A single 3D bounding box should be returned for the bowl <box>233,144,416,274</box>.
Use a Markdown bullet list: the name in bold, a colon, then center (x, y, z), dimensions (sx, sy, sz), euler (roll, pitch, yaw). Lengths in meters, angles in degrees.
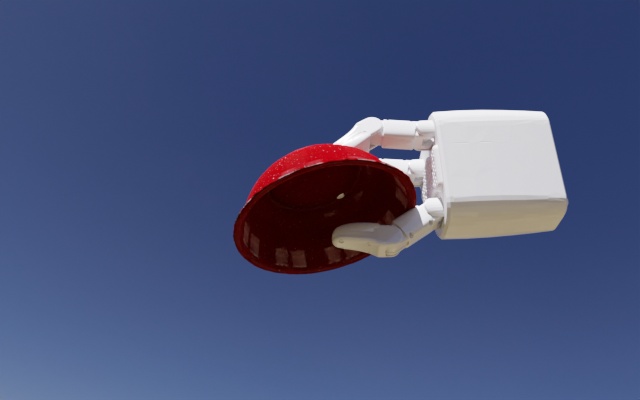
- **bowl**: center (-0.001, 0.001, 0.426), dimensions (0.162, 0.055, 0.162), euler (-11, -37, -8)
